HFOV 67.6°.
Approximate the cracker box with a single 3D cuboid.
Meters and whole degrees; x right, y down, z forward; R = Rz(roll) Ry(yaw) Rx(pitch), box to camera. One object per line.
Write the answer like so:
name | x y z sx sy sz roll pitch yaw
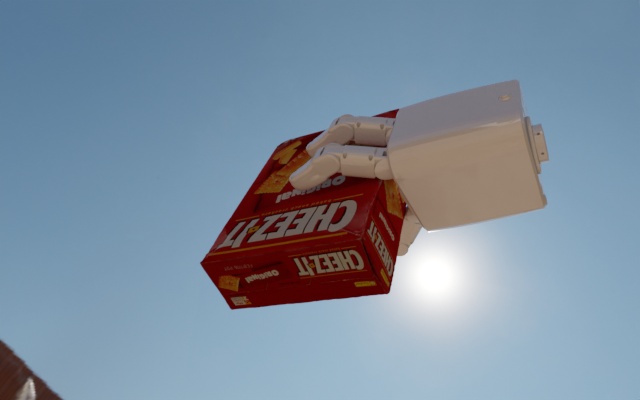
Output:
cracker box | 0.000 0.002 0.482 0.164 0.072 0.213 -12 31 27
